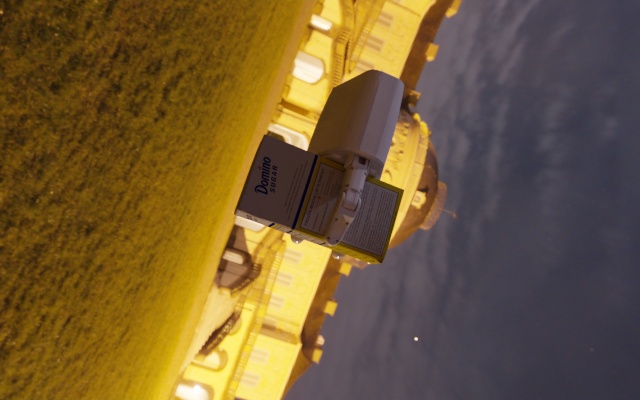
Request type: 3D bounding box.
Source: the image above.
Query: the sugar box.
[{"bbox_3d":[0.000,0.002,0.546,0.176,0.093,0.048,21,-15,-10],"label":"sugar box"}]
